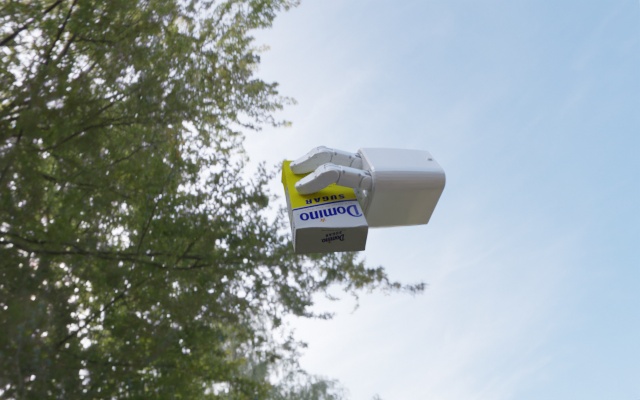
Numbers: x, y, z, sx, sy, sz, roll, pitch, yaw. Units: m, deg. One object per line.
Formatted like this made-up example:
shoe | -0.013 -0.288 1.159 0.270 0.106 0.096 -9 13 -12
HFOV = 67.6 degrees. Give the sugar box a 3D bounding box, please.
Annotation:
sugar box | 0.000 0.002 0.655 0.093 0.048 0.176 -2 30 -11
